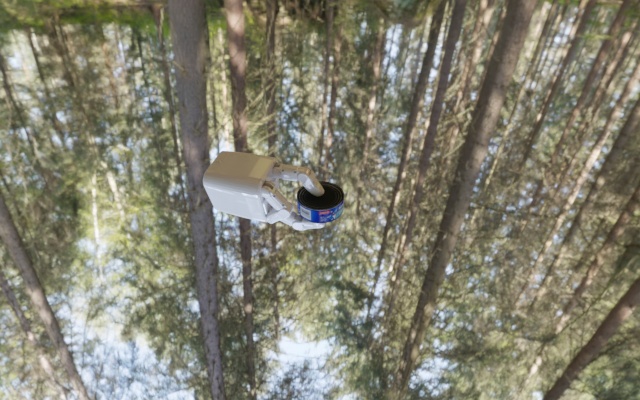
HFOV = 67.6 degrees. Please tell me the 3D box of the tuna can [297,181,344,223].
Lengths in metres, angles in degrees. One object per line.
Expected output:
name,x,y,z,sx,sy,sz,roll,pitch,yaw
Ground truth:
tuna can,0.000,0.003,0.864,0.086,0.034,0.086,-1,38,1
